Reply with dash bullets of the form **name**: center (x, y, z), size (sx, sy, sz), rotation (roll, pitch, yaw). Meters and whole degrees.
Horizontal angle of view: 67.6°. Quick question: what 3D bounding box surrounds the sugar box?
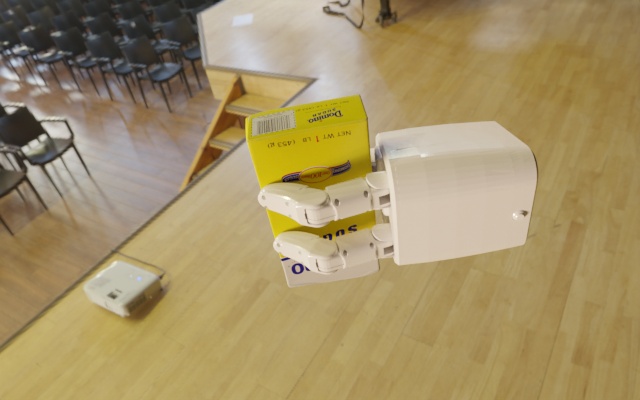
- **sugar box**: center (0.000, 0.002, 0.416), size (0.093, 0.176, 0.048), rotation (-10, 39, 2)
